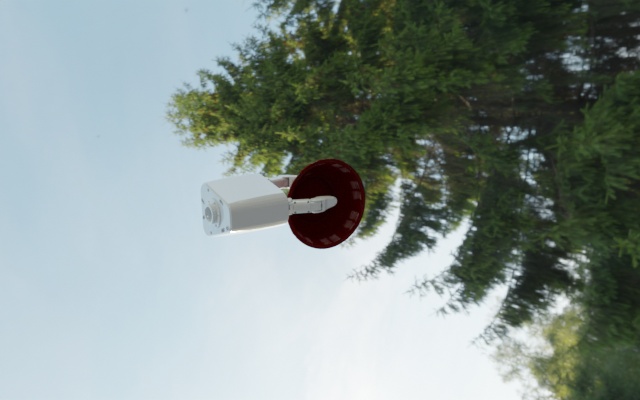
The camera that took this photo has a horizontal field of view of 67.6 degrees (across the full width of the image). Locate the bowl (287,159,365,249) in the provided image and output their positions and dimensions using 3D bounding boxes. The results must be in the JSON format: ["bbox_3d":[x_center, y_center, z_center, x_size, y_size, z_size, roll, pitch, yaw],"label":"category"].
[{"bbox_3d":[0.001,0.003,0.859,0.162,0.162,0.055,0,10,-30],"label":"bowl"}]
